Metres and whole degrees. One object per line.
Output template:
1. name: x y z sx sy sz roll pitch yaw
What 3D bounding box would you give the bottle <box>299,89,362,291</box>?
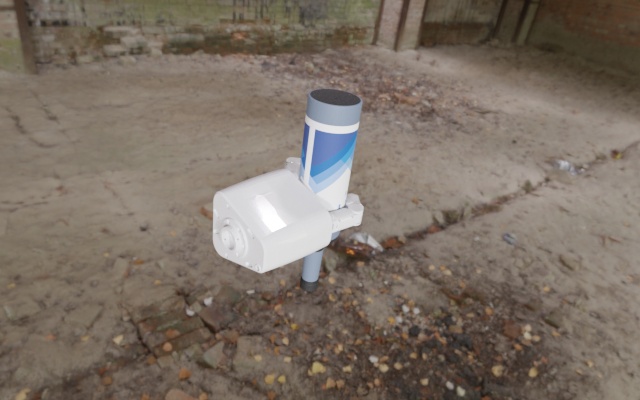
1. bottle: 0.000 0.002 0.648 0.069 0.296 0.069 6 30 -3
